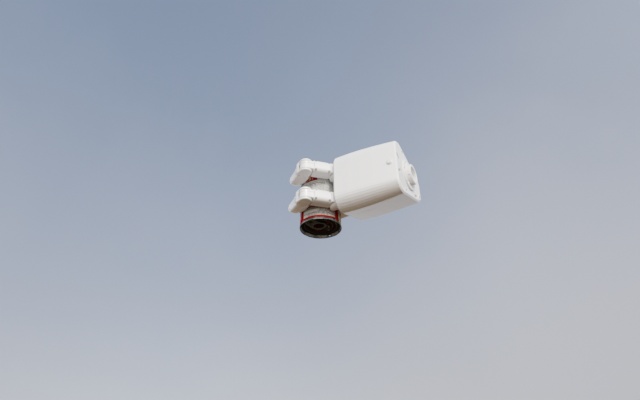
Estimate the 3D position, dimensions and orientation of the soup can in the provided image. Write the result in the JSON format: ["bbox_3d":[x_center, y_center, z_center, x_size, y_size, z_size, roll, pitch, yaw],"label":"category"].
[{"bbox_3d":[0.000,0.003,0.790,0.068,0.102,0.068,0,-32,0],"label":"soup can"}]
